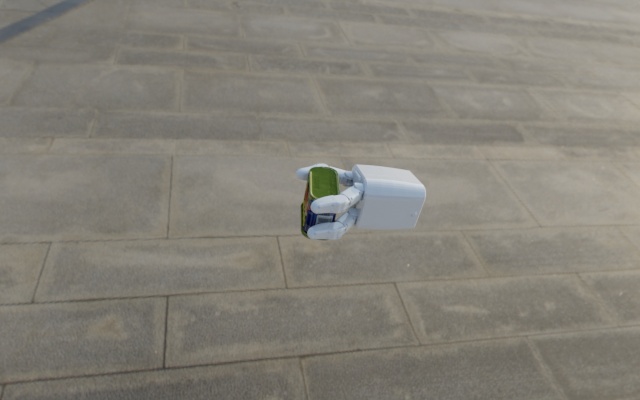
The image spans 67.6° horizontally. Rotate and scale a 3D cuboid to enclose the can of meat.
[{"bbox_3d":[0.000,0.002,0.812,0.057,0.084,0.102,6,38,-7],"label":"can of meat"}]
